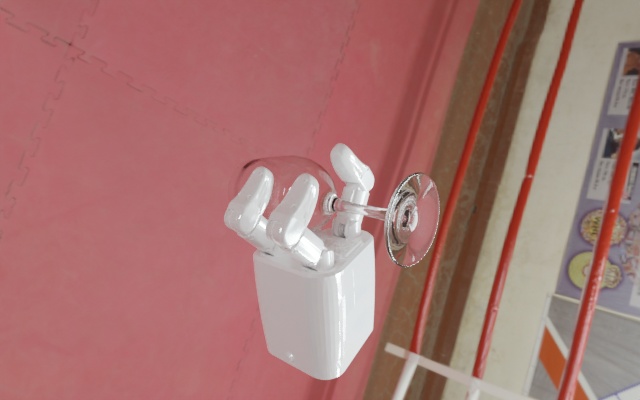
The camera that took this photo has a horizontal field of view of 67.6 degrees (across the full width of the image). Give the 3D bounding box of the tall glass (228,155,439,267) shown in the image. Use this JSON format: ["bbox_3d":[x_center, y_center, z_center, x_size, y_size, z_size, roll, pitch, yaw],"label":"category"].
[{"bbox_3d":[0.001,0.001,0.433,0.201,0.079,0.079,12,8,42],"label":"tall glass"}]
